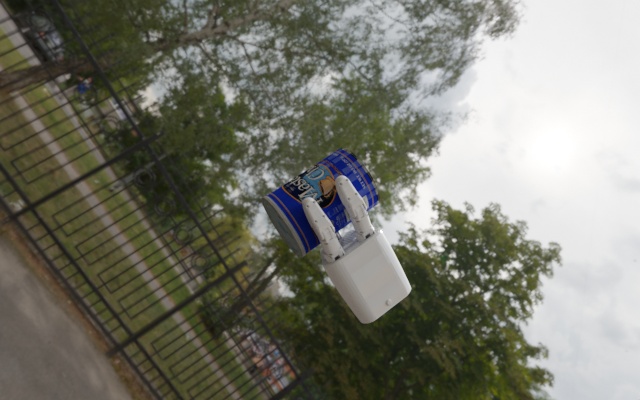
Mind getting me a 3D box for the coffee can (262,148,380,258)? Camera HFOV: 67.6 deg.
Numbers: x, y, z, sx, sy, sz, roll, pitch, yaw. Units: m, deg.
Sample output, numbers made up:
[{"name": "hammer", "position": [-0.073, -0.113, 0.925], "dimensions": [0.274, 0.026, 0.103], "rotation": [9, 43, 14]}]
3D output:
[{"name": "coffee can", "position": [0.000, 0.002, 0.699], "dimensions": [0.140, 0.103, 0.103], "rotation": [-34, 9, -14]}]
